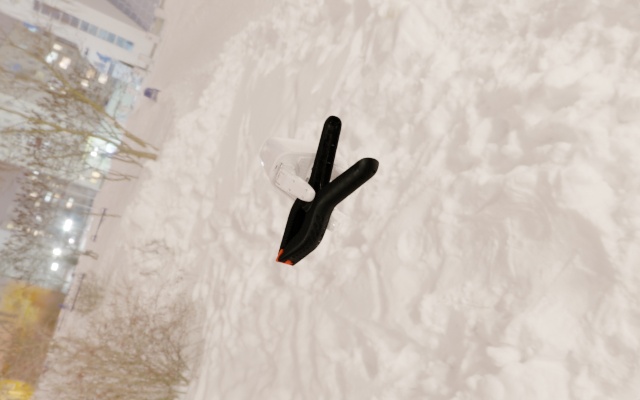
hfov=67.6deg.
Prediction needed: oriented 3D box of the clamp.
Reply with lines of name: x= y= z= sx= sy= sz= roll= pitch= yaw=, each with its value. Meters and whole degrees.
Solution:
clamp: x=-0.001 y=0.002 z=0.619 sx=0.036 sy=0.210 sz=0.164 roll=20 pitch=14 yaw=-24
